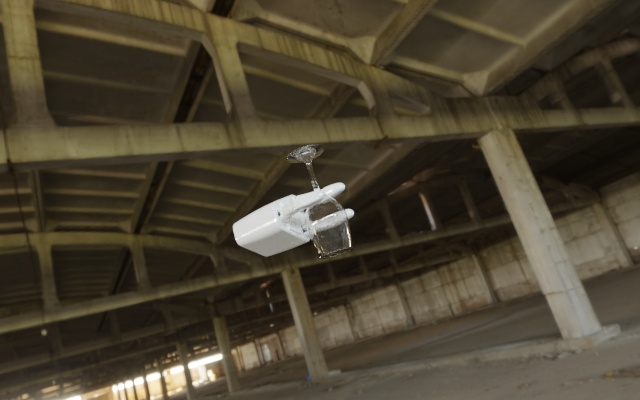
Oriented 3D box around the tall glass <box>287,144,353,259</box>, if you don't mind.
[{"bbox_3d":[0.000,0.002,0.878,0.079,0.201,0.079,-16,-15,-5],"label":"tall glass"}]
